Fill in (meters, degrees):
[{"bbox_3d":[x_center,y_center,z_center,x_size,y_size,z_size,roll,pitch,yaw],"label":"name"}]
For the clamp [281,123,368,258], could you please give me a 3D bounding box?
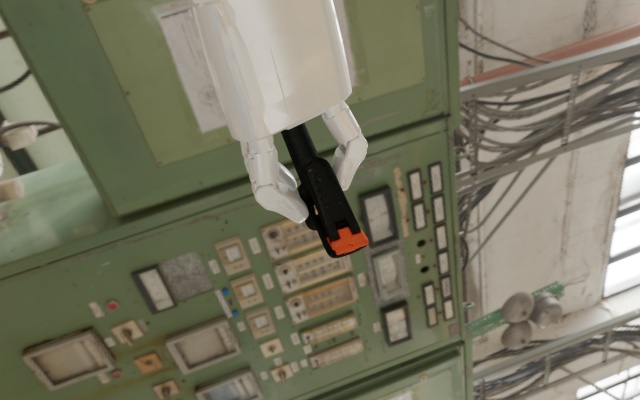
[{"bbox_3d":[0.001,0.001,0.464,0.036,0.165,0.210,-19,33,-6],"label":"clamp"}]
